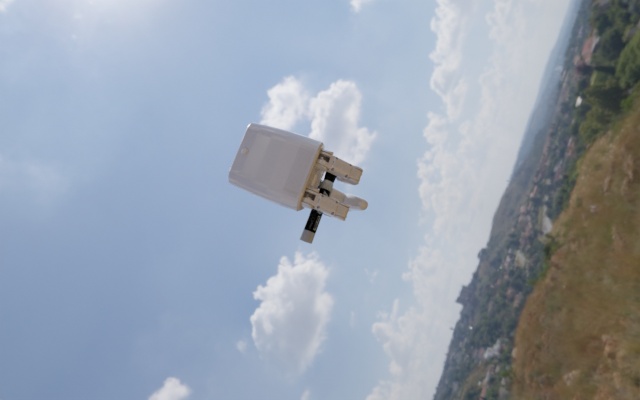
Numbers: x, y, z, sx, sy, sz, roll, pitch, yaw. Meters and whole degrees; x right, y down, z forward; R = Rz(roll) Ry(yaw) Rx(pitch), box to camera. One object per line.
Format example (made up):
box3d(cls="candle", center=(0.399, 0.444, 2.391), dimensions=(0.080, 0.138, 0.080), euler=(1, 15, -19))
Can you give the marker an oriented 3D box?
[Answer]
box3d(cls="marker", center=(0.000, 0.002, 0.681), dimensions=(0.020, 0.121, 0.020), euler=(20, -9, 3))
